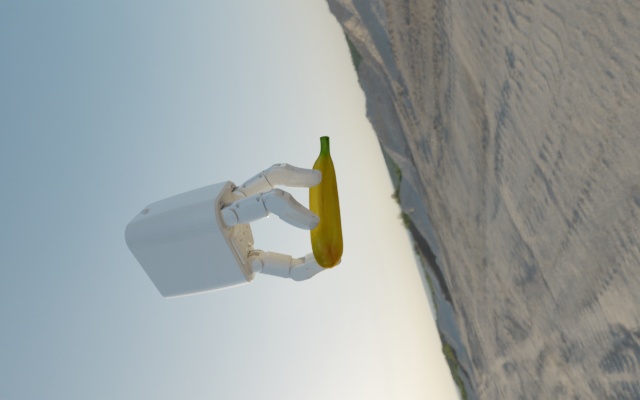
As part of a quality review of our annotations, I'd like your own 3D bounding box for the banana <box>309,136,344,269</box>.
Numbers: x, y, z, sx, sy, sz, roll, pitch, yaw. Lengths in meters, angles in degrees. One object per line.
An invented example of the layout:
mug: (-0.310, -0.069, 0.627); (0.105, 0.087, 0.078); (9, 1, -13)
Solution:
banana: (0.003, 0.012, 0.545); (0.037, 0.197, 0.070); (-10, -45, 6)
